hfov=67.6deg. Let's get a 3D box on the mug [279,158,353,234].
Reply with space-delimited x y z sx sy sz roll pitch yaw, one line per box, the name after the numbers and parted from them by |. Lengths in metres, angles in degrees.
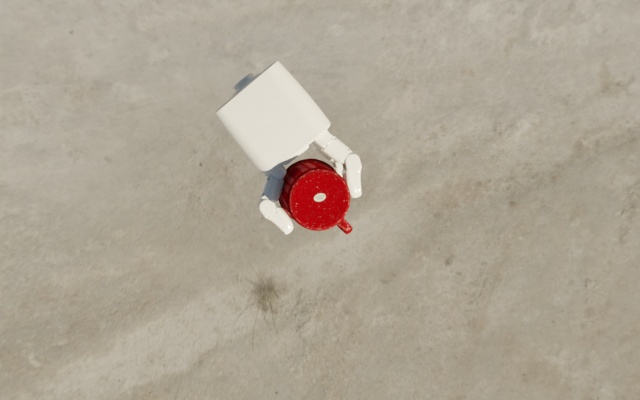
0.001 0.003 0.637 0.093 0.117 0.081 -42 13 -1 | mug
